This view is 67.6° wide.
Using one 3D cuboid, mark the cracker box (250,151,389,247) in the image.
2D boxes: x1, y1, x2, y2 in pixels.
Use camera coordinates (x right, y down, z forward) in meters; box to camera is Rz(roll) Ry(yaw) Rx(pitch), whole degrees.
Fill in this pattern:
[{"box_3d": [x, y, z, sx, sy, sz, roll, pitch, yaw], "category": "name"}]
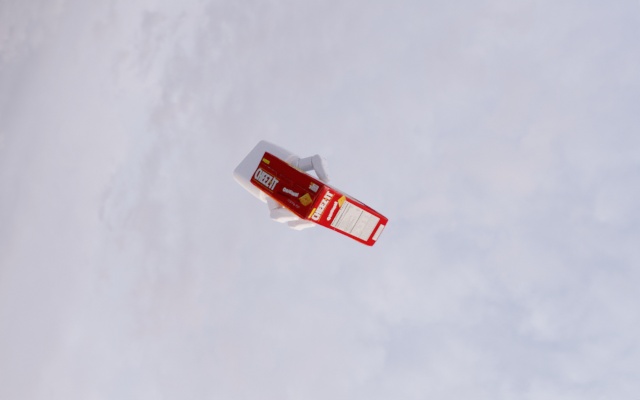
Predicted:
[{"box_3d": [0.000, 0.003, 0.873, 0.164, 0.072, 0.214, 31, 4, 40], "category": "cracker box"}]
